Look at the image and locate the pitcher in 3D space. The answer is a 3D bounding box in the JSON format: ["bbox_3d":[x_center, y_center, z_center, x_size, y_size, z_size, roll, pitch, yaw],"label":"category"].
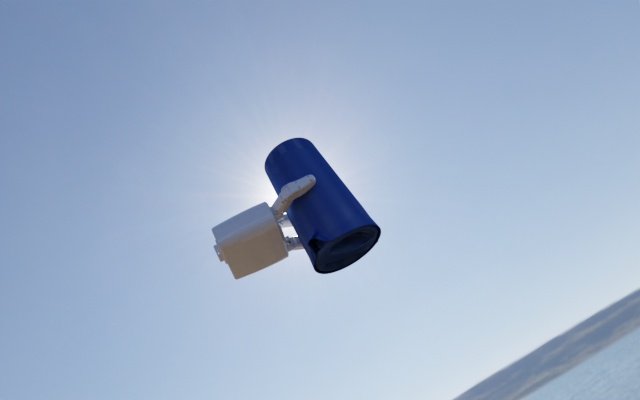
[{"bbox_3d":[0.000,0.003,0.875,0.145,0.242,0.149,-26,-30,-11],"label":"pitcher"}]
